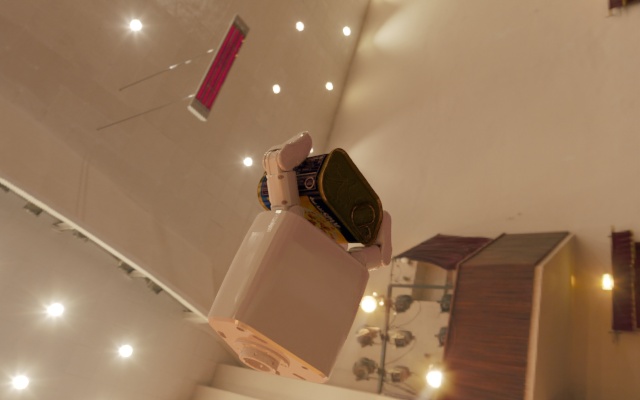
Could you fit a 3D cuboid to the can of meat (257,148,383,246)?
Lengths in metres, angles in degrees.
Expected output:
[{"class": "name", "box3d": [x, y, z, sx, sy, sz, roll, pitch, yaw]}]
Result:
[{"class": "can of meat", "box3d": [0.000, 0.001, 0.472, 0.084, 0.057, 0.102, -6, -41, 38]}]
